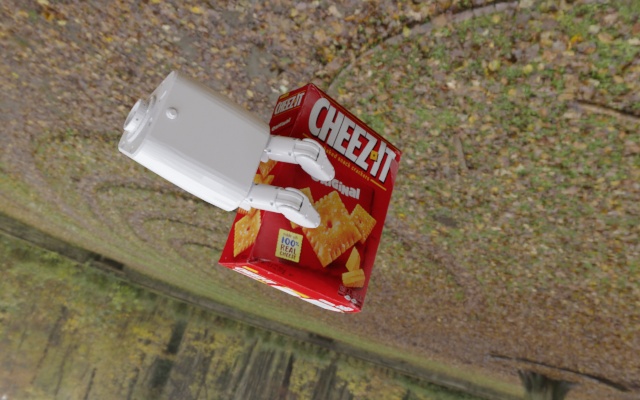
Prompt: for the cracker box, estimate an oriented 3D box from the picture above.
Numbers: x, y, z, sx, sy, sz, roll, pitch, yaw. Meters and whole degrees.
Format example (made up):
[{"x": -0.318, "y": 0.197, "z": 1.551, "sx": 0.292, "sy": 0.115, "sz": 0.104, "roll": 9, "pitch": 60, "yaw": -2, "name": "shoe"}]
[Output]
[{"x": 0.000, "y": 0.002, "z": 0.549, "sx": 0.164, "sy": 0.213, "sz": 0.072, "roll": 31, "pitch": -23, "yaw": -33, "name": "cracker box"}]
